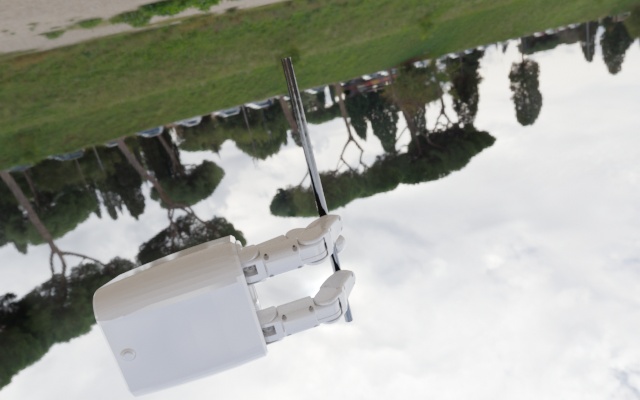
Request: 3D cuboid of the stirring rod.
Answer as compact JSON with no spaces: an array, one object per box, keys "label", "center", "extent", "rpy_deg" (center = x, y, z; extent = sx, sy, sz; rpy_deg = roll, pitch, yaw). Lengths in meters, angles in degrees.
[{"label":"stirring rod","center":[0.000,0.001,0.405],"extent":[0.011,0.240,0.011],"rpy_deg":[-12,20,4]}]
